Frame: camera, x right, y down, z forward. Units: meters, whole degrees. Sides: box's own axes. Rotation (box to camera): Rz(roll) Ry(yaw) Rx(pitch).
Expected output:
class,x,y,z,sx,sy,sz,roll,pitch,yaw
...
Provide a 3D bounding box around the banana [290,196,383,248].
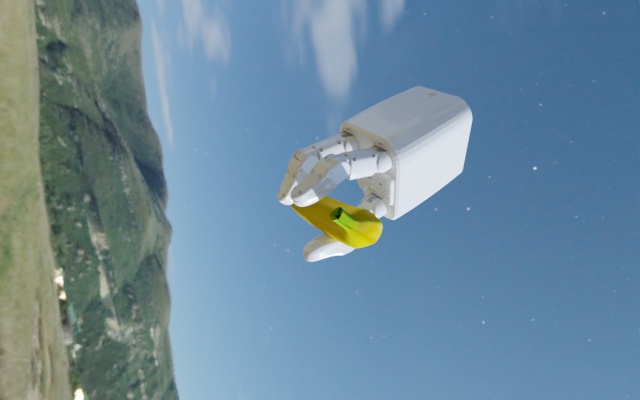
class,x,y,z,sx,sy,sz,roll,pitch,yaw
banana,0.014,0.014,0.477,0.070,0.037,0.198,43,-8,-16
